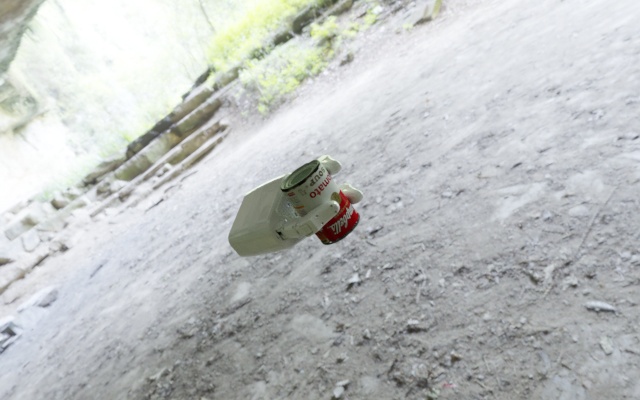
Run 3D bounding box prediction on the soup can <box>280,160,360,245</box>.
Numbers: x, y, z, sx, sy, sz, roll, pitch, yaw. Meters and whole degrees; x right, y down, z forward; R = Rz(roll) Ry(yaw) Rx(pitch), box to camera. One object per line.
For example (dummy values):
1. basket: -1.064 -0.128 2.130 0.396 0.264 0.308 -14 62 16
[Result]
1. soup can: 0.000 0.002 0.666 0.068 0.102 0.068 -32 20 13
